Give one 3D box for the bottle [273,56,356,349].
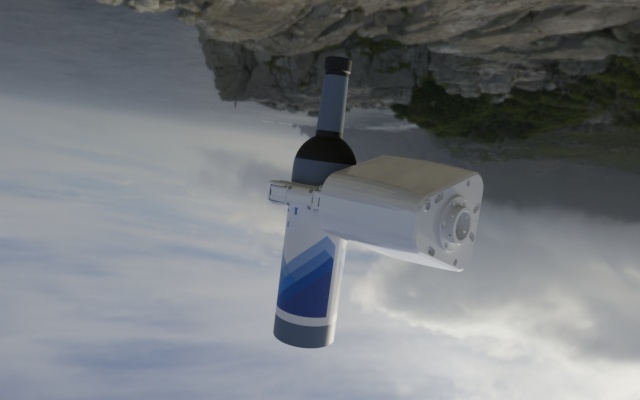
[{"bbox_3d":[0.000,0.002,0.501,0.069,0.296,0.069,7,7,-1],"label":"bottle"}]
